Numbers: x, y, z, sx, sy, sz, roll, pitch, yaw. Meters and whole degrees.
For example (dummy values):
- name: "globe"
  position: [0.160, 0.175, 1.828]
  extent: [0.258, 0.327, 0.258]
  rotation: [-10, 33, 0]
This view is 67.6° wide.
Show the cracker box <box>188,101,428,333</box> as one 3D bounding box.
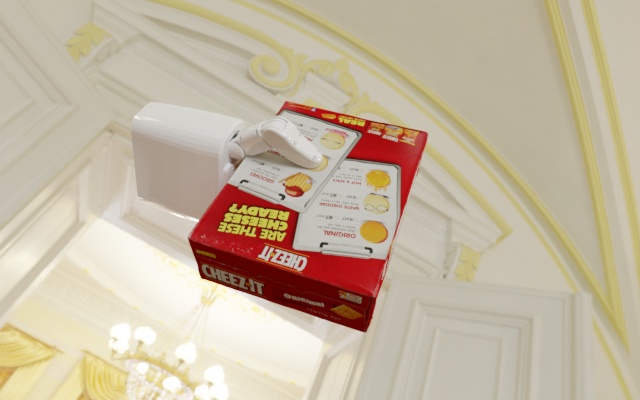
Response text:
- name: "cracker box"
  position: [0.000, 0.001, 0.468]
  extent: [0.164, 0.213, 0.072]
  rotation: [15, -41, 13]
